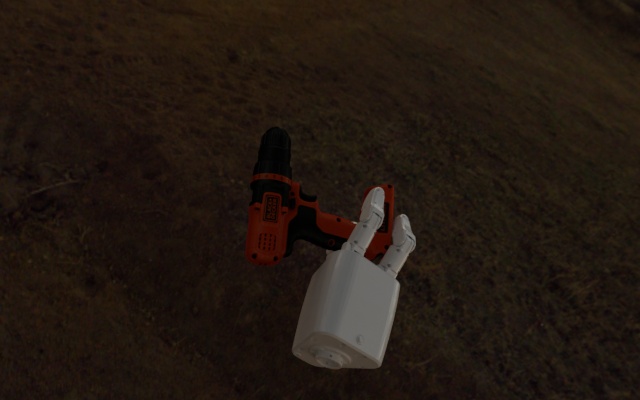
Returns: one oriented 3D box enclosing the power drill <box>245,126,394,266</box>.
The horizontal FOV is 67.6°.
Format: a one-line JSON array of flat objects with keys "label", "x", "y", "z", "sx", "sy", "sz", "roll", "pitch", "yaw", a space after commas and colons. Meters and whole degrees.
[{"label": "power drill", "x": 0.001, "y": 0.002, "z": 0.626, "sx": 0.187, "sy": 0.184, "sz": 0.057, "roll": 9, "pitch": -16, "yaw": -12}]
